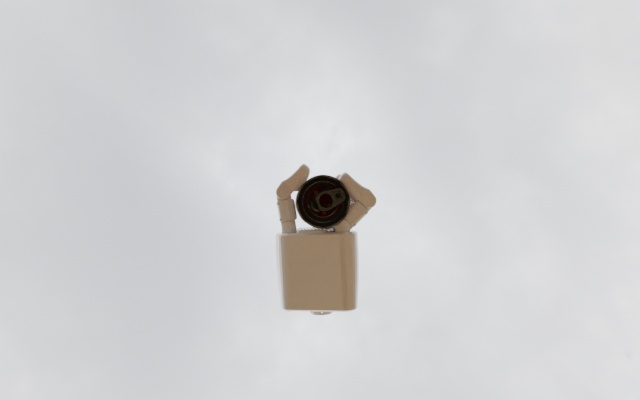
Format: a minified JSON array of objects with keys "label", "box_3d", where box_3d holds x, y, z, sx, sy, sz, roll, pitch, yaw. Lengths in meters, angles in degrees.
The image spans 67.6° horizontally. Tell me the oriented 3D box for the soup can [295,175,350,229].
[{"label":"soup can","box_3d":[0.000,0.002,0.644,0.068,0.068,0.102,0,0,-4]}]
